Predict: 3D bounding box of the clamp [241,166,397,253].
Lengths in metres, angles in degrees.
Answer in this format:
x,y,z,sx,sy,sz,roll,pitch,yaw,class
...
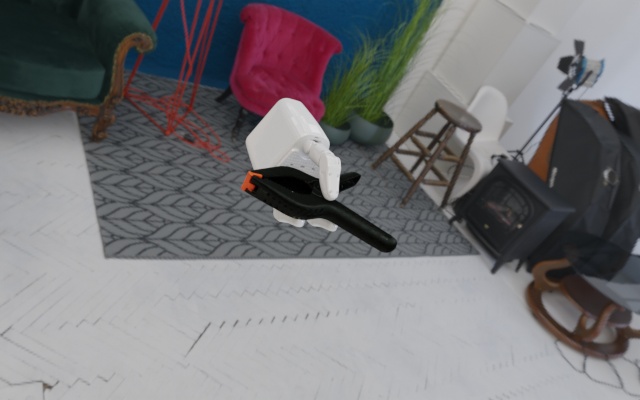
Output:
x,y,z,sx,sy,sz,roll,pitch,yaw,class
0.000,0.001,0.637,0.210,0.036,0.164,9,35,-33,clamp
